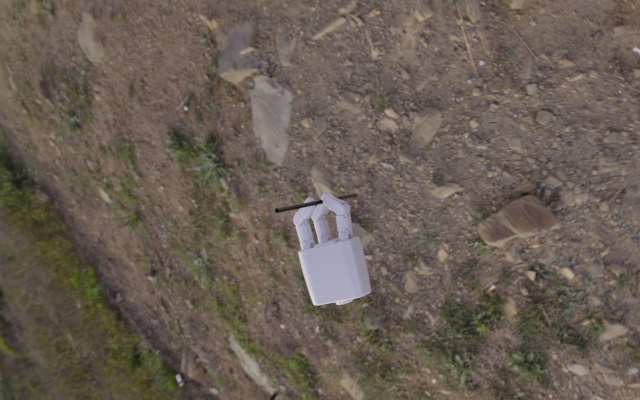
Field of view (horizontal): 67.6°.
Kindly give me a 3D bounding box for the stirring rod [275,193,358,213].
[{"bbox_3d":[0.000,0.003,0.885,0.011,0.011,0.239,0,7,37],"label":"stirring rod"}]
